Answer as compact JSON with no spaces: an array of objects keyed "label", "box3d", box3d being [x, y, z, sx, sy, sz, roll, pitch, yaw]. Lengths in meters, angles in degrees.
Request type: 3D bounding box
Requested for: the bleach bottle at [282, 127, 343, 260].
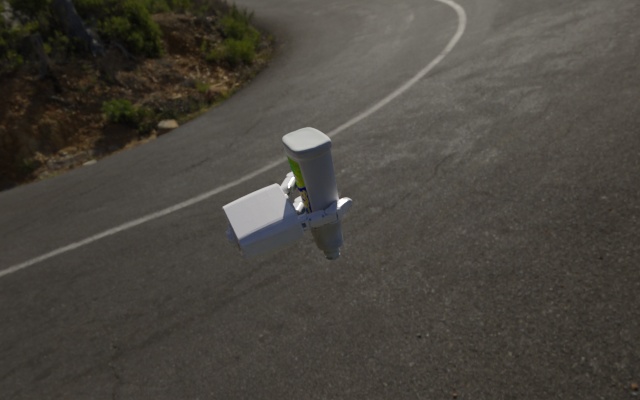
[{"label":"bleach bottle","box3d":[0.000,0.003,0.847,0.068,0.251,0.102,-22,30,-14]}]
